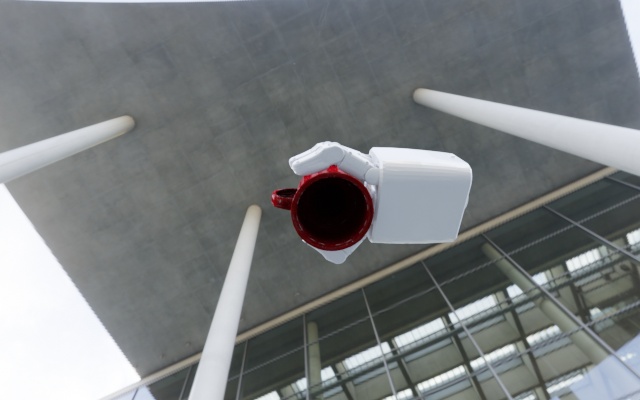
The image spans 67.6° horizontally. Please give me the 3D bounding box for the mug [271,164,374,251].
[{"bbox_3d":[-0.001,0.002,0.570,0.117,0.093,0.081,3,16,-3],"label":"mug"}]
